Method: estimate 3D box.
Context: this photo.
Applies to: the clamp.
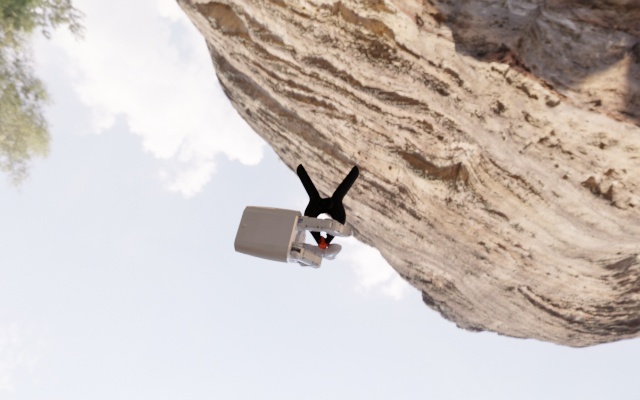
[{"bbox_3d":[0.000,0.003,0.898,0.120,0.171,0.039,8,-23,13],"label":"clamp"}]
